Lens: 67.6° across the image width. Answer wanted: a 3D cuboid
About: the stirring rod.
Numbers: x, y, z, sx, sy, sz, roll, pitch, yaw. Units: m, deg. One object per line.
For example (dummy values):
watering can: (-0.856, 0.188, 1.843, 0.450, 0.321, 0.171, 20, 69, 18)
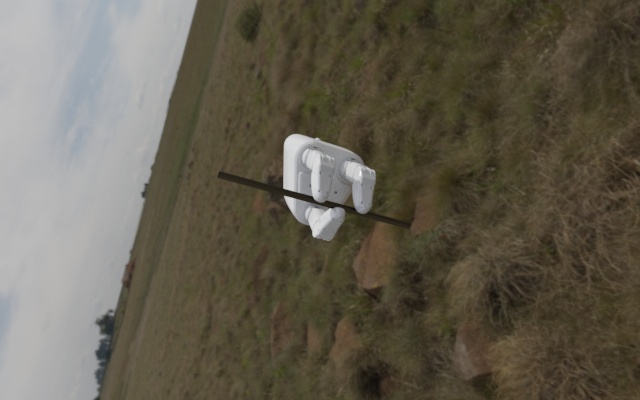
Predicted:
stirring rod: (0.000, 0.002, 0.554, 0.239, 0.011, 0.011, 15, -5, -19)
